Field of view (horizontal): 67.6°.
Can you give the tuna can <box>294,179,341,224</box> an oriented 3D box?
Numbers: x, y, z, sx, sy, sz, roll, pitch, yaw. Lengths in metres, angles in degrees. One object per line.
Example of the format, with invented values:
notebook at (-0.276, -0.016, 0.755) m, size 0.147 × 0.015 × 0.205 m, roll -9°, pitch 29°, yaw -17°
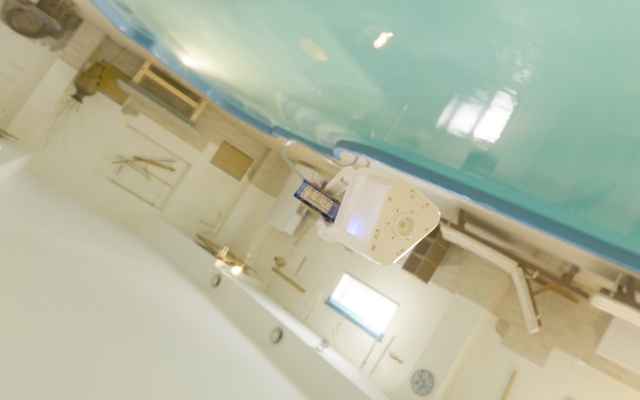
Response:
tuna can at (0.000, 0.003, 0.758) m, size 0.086 × 0.034 × 0.086 m, roll 34°, pitch -1°, yaw 1°
